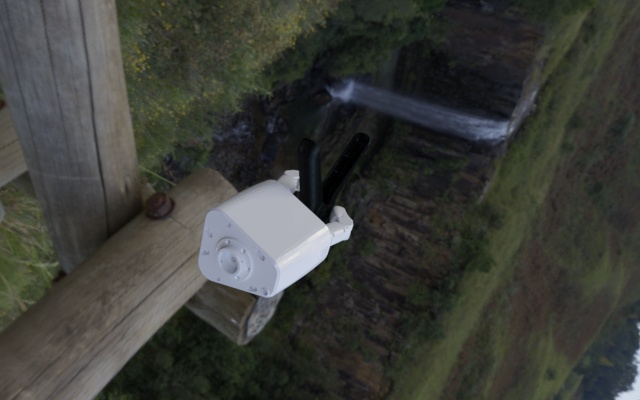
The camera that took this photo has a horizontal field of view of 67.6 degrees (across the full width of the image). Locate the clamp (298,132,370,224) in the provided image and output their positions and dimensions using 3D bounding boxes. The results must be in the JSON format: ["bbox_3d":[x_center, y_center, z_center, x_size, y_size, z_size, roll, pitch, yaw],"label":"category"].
[{"bbox_3d":[0.000,0.003,0.639,0.036,0.210,0.164,29,29,23],"label":"clamp"}]
